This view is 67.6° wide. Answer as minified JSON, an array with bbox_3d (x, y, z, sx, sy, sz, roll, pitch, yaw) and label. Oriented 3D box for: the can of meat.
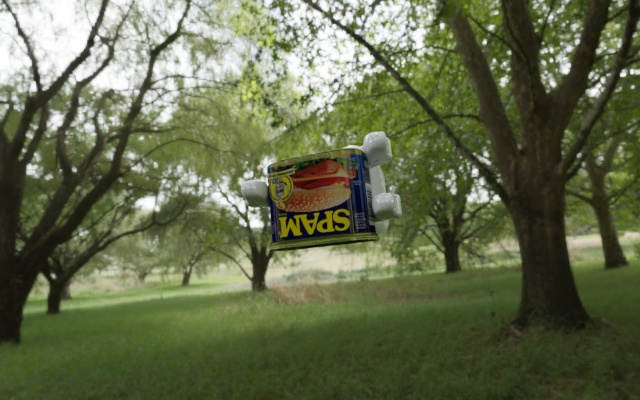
[{"bbox_3d":[0.000,0.001,0.455,0.102,0.084,0.057,-8,-8,20],"label":"can of meat"}]
